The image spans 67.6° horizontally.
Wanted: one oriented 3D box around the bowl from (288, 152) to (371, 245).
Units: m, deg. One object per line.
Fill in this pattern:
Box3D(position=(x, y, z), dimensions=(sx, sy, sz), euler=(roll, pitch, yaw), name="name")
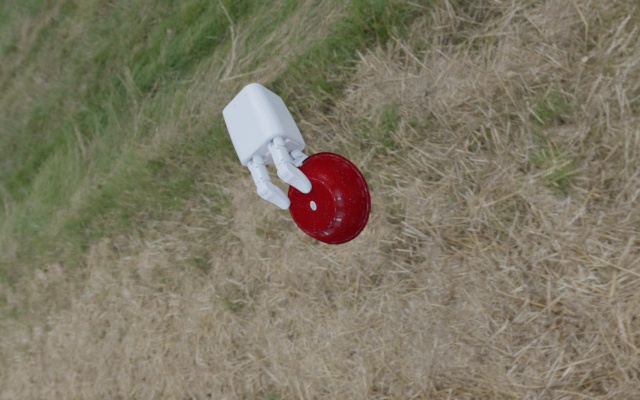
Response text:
Box3D(position=(0.001, 0.004, 0.791), dimensions=(0.162, 0.162, 0.055), euler=(0, 12, 33), name="bowl")
